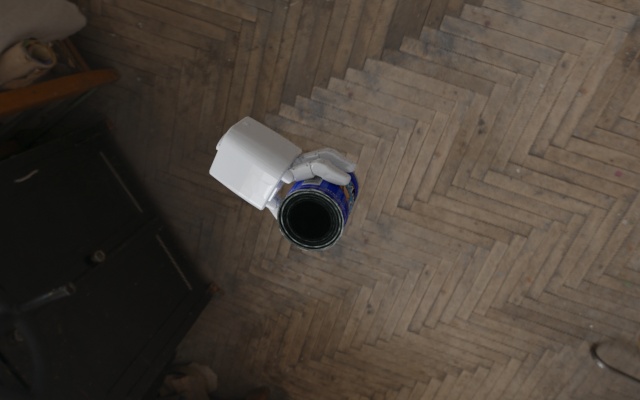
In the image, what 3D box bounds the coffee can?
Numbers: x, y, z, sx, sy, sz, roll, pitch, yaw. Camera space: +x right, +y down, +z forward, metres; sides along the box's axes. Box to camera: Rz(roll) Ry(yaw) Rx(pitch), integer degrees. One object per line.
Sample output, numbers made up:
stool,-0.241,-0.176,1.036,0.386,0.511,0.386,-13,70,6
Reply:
coffee can,0.000,0.003,0.759,0.103,0.103,0.140,0,23,14
